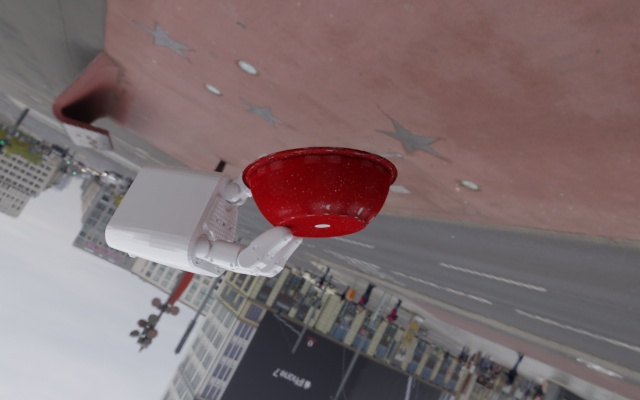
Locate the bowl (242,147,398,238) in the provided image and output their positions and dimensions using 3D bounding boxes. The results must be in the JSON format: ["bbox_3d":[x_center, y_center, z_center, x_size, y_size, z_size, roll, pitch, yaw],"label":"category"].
[{"bbox_3d":[0.001,0.002,0.489,0.162,0.055,0.162,-2,-18,-1],"label":"bowl"}]
